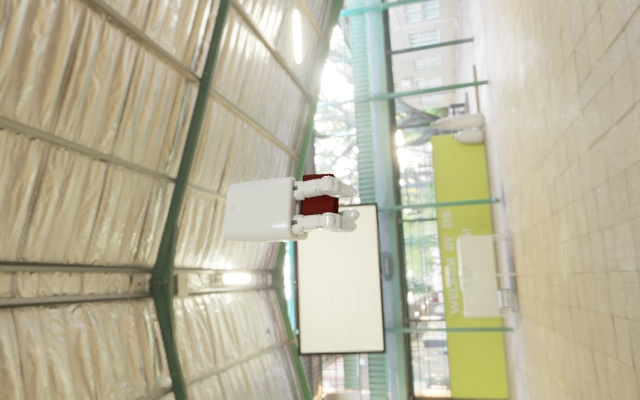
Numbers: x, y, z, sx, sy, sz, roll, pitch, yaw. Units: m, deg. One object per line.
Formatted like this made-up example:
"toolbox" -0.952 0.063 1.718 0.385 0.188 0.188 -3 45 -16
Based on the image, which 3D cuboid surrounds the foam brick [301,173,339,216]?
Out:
"foam brick" 0.000 0.002 0.748 0.051 0.078 0.053 -3 -22 11
